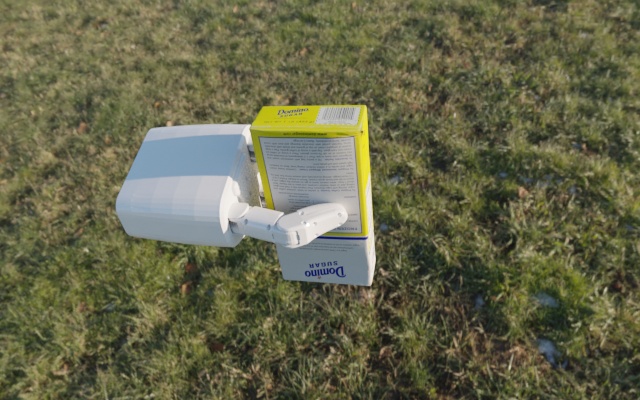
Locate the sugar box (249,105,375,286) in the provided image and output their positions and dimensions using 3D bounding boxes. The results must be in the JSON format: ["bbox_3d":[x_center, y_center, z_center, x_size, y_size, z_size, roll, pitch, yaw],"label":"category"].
[{"bbox_3d":[0.000,0.001,0.437,0.093,0.176,0.048,3,41,12],"label":"sugar box"}]
